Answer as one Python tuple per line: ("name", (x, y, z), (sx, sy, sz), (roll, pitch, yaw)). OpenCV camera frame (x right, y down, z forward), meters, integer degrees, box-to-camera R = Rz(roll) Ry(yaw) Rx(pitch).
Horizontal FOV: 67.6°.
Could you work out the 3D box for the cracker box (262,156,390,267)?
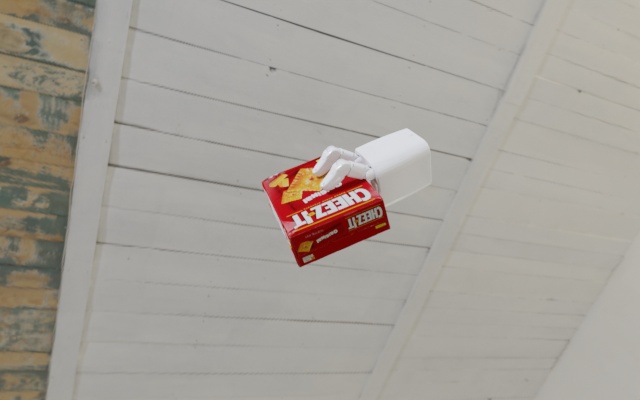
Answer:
("cracker box", (0.000, 0.003, 0.837), (0.164, 0.072, 0.213), (-23, 32, -7))
